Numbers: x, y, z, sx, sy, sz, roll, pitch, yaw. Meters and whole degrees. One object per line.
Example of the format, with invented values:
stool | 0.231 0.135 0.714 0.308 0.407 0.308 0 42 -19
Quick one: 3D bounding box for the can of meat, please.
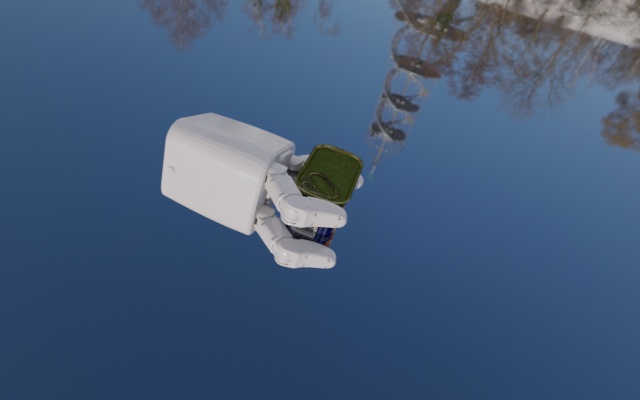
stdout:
can of meat | 0.000 0.002 0.510 0.057 0.084 0.102 22 35 3
